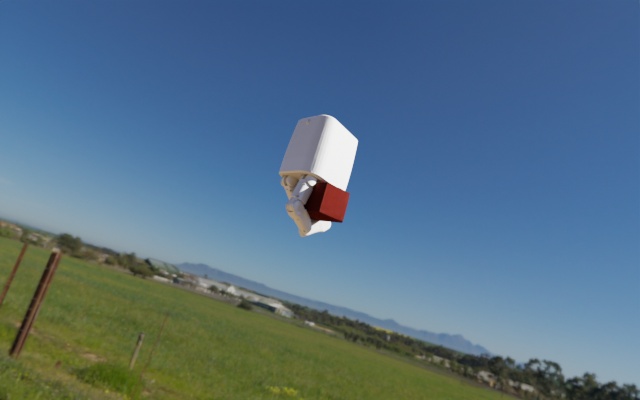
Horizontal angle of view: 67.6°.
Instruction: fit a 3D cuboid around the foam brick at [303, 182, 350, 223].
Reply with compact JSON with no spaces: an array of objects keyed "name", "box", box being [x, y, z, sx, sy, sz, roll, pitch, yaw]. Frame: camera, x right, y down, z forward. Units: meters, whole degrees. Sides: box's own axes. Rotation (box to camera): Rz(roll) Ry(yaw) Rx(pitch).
[{"name":"foam brick","box":[0.000,0.003,0.781,0.053,0.051,0.078,26,-15,-36]}]
